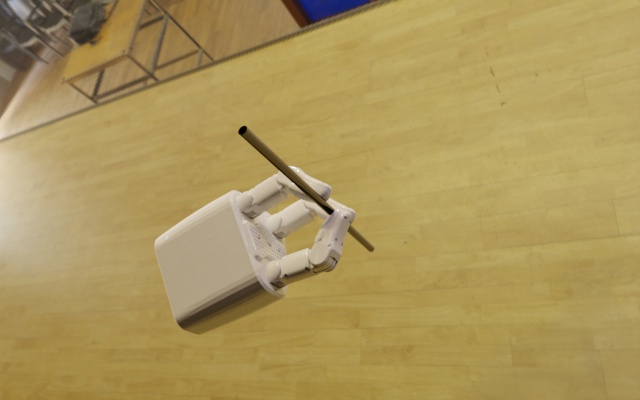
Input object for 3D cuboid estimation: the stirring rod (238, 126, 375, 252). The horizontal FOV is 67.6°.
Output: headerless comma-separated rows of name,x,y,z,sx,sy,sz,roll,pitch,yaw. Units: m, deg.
stirring rod,0.000,0.002,0.437,0.011,0.011,0.240,0,-26,31
